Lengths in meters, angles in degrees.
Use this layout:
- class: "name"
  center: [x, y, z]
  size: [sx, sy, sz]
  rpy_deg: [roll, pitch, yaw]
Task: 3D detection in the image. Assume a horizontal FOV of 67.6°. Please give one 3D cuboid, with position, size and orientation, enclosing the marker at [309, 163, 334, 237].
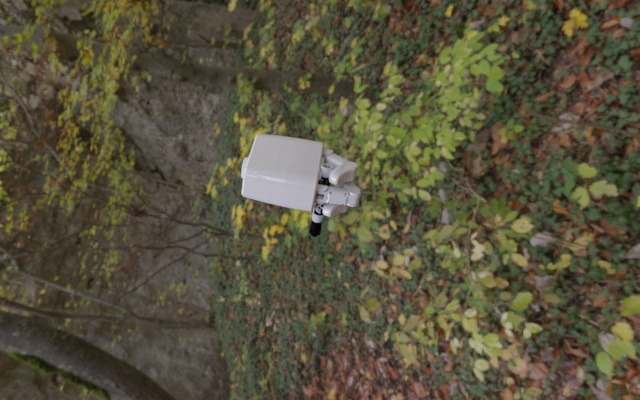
- class: "marker"
  center: [0.000, 0.002, 0.718]
  size: [0.020, 0.121, 0.020]
  rpy_deg: [8, 28, -5]
